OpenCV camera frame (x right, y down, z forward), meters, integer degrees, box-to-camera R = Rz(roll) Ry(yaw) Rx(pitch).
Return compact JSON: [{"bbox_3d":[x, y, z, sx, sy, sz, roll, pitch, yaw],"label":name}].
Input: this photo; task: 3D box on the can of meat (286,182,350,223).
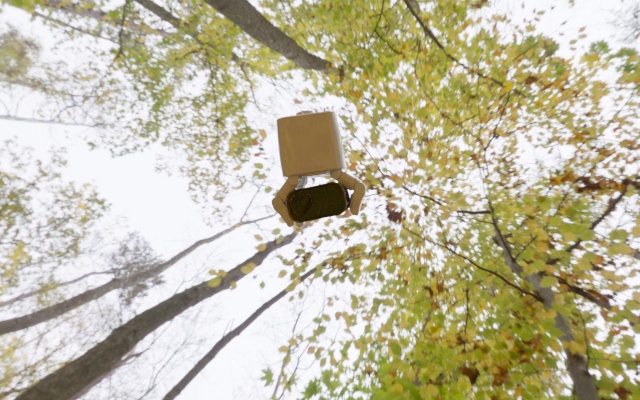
[{"bbox_3d":[0.000,0.003,0.844,0.102,0.057,0.084,-12,-1,11],"label":"can of meat"}]
